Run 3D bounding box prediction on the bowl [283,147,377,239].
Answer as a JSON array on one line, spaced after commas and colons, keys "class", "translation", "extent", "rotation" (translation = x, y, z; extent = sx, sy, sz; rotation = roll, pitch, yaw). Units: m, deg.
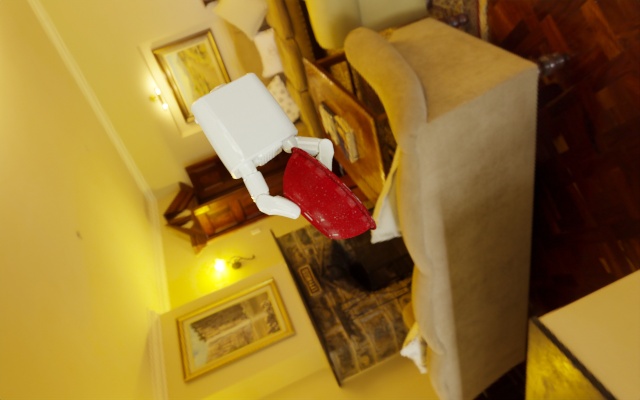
[{"class": "bowl", "translation": [0.001, 0.003, 0.655], "extent": [0.162, 0.055, 0.162], "rotation": [43, -8, 7]}]
